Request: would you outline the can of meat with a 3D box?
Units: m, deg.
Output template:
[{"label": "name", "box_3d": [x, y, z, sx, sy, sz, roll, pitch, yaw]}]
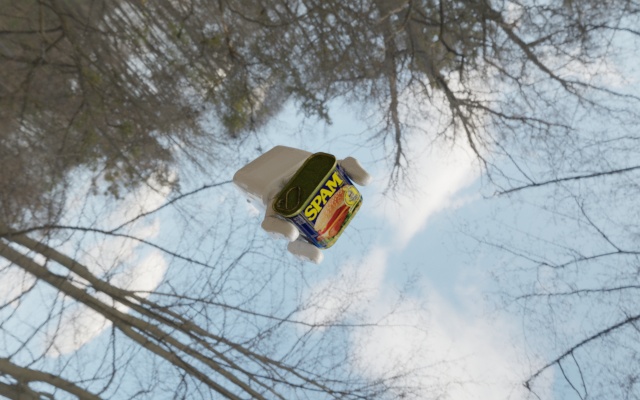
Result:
[{"label": "can of meat", "box_3d": [0.000, 0.002, 0.630, 0.057, 0.102, 0.084, 20, -23, 49]}]
